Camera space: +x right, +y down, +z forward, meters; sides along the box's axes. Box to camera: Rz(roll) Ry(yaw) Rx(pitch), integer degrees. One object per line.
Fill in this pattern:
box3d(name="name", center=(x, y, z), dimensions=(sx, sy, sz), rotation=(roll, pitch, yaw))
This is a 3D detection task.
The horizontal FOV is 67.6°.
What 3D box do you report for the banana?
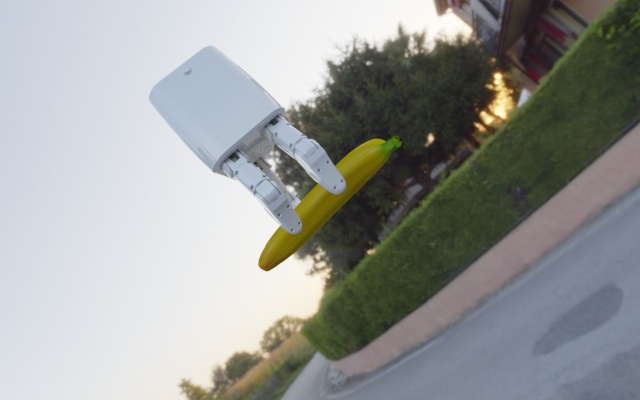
box3d(name="banana", center=(0.006, -0.002, 0.513), dimensions=(0.198, 0.037, 0.069), rotation=(-45, -4, 10))
